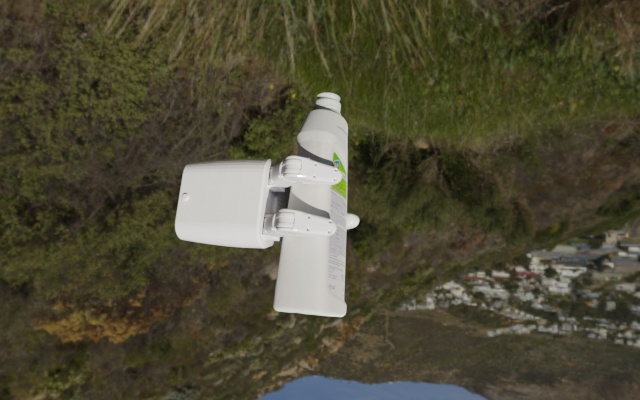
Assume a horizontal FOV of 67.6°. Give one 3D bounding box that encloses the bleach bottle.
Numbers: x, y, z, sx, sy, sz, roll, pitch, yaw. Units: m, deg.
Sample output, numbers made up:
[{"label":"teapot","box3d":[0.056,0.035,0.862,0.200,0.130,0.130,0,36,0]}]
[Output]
[{"label":"bleach bottle","box3d":[0.000,0.002,0.546,0.068,0.250,0.102,2,-14,17]}]
